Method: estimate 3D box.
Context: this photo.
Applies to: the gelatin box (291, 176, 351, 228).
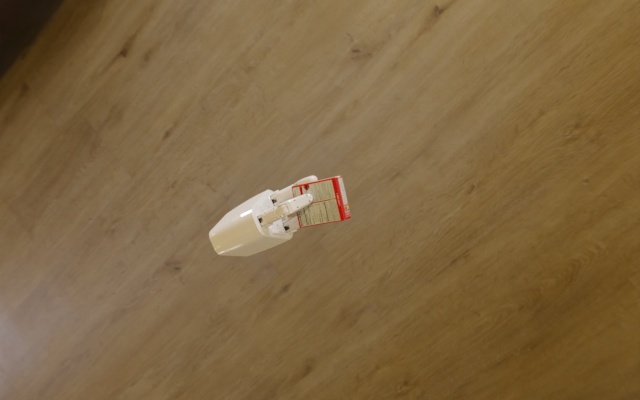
[{"bbox_3d":[0.000,0.003,0.802,0.089,0.073,0.030,-11,3,27],"label":"gelatin box"}]
